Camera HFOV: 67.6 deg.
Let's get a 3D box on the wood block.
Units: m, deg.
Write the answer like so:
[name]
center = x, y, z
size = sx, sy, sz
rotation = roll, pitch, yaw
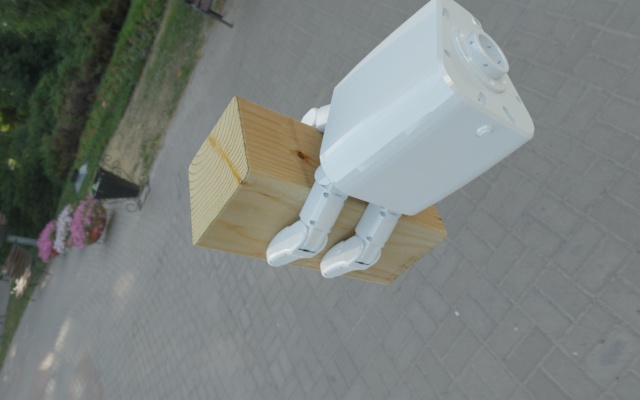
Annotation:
[wood block]
center = 0.000, 0.001, 0.424
size = 0.206, 0.090, 0.090
rotation = 17, -50, -34
